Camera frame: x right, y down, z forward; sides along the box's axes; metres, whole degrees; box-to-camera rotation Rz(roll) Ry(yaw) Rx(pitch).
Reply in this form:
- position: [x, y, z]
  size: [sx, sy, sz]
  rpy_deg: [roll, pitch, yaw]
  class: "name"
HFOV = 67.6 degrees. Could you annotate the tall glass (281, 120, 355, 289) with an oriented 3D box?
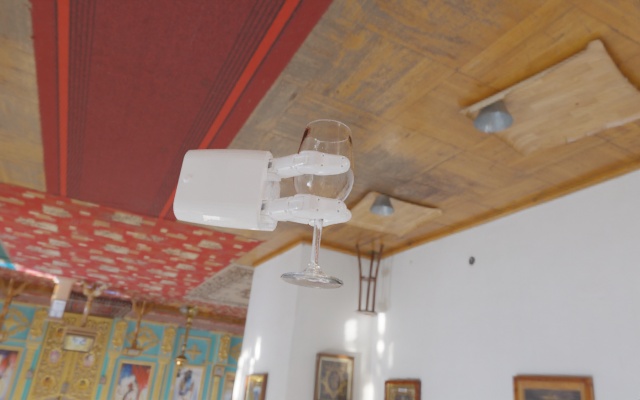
- position: [0.000, 0.003, 0.590]
  size: [0.079, 0.201, 0.079]
  rpy_deg: [6, -21, 2]
  class: "tall glass"
